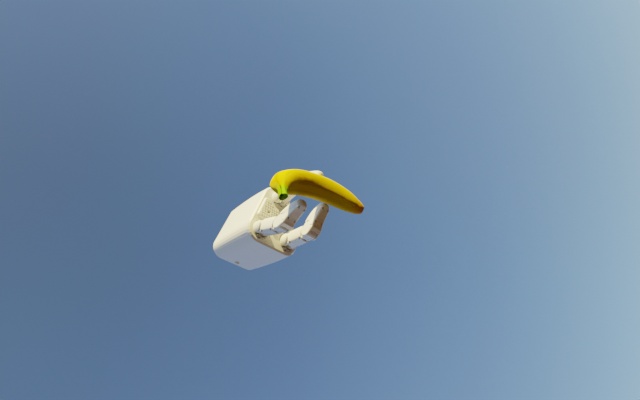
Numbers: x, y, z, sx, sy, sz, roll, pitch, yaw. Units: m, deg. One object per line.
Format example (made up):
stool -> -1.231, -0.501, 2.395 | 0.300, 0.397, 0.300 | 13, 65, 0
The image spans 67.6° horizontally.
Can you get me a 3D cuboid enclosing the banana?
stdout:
banana -> -0.010, -0.013, 0.699 | 0.037, 0.069, 0.198 | -44, -30, 26
